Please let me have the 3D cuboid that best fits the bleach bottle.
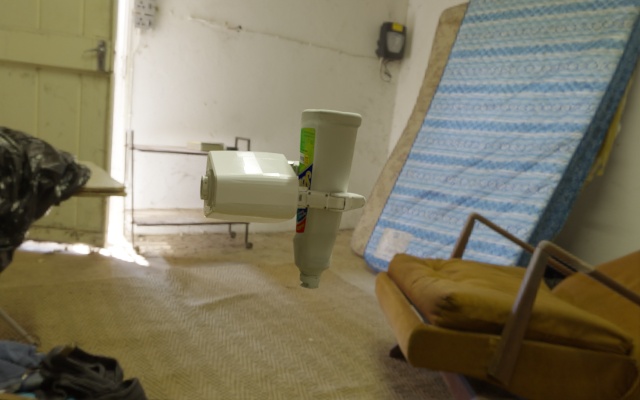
[{"bbox_3d":[0.000,0.002,0.669,0.068,0.251,0.102,3,9,-20],"label":"bleach bottle"}]
